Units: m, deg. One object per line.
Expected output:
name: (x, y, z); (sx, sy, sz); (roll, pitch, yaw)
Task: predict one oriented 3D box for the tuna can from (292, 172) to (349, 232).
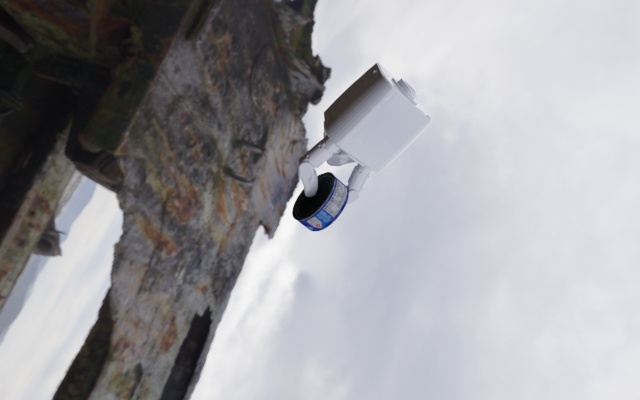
tuna can: (0.000, 0.003, 0.692); (0.034, 0.086, 0.086); (40, -20, -26)
